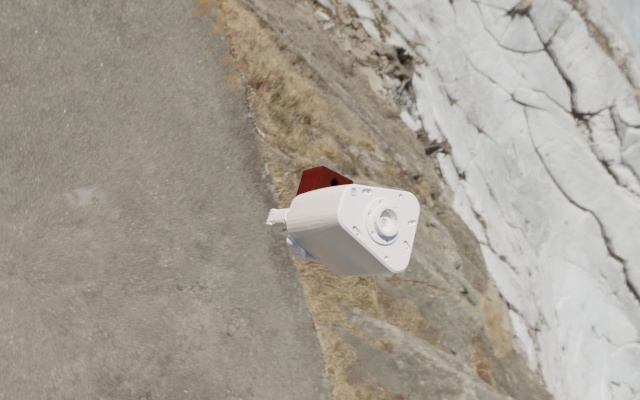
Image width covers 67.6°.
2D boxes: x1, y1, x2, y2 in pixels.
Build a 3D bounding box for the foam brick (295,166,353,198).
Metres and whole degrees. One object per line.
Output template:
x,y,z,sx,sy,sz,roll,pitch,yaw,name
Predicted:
0.000,0.002,0.617,0.053,0.078,0.051,25,-20,-27,foam brick
